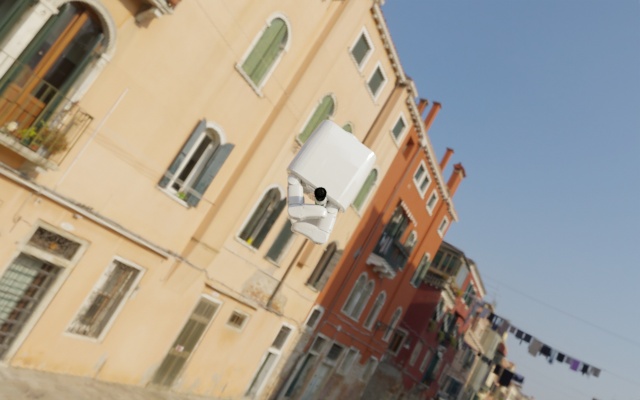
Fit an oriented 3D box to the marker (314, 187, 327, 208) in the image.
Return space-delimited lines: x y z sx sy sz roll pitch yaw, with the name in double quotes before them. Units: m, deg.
"marker" 0.000 0.002 0.742 0.020 0.020 0.121 0 -15 0
